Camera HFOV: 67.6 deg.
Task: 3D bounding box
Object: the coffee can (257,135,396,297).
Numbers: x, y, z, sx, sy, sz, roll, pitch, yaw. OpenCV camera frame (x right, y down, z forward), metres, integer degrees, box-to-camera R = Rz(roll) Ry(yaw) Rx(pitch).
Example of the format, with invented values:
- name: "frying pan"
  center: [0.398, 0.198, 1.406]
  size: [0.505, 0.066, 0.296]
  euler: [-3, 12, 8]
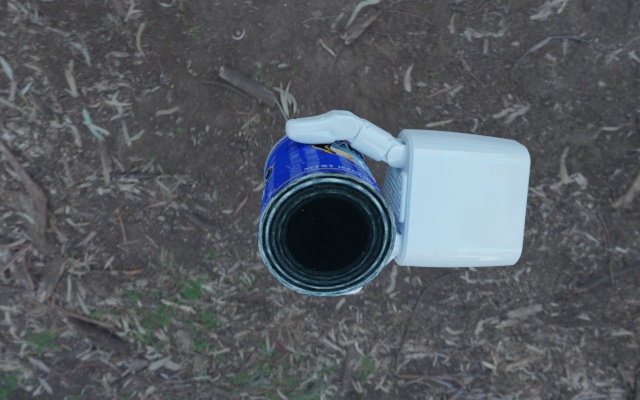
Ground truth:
- name: "coffee can"
  center: [0.000, 0.001, 0.414]
  size: [0.103, 0.103, 0.140]
  euler: [0, 22, -4]
